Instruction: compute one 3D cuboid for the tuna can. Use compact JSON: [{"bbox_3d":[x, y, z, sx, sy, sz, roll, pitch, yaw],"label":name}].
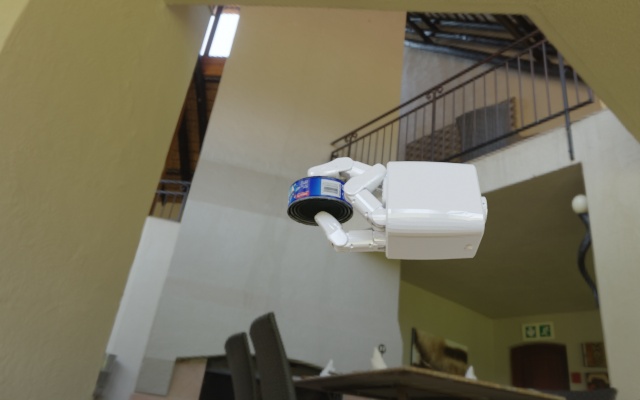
[{"bbox_3d":[0.000,0.002,0.623,0.086,0.033,0.086,1,-27,1],"label":"tuna can"}]
